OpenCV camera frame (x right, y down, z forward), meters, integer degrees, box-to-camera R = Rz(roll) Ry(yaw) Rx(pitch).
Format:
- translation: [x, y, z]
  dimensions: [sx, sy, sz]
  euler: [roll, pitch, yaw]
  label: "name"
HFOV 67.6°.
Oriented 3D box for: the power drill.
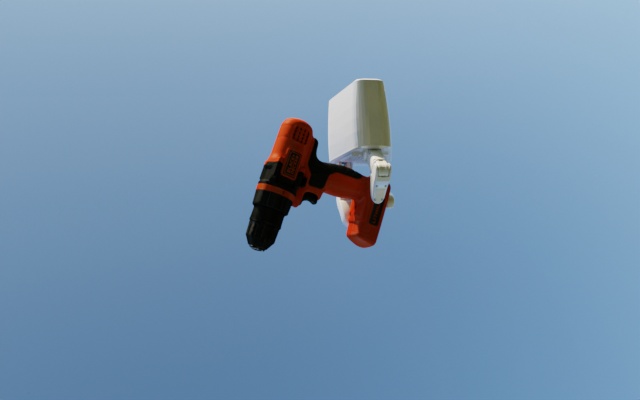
- translation: [0.001, 0.002, 0.660]
  dimensions: [0.188, 0.184, 0.057]
  euler: [24, -12, -28]
  label: "power drill"
